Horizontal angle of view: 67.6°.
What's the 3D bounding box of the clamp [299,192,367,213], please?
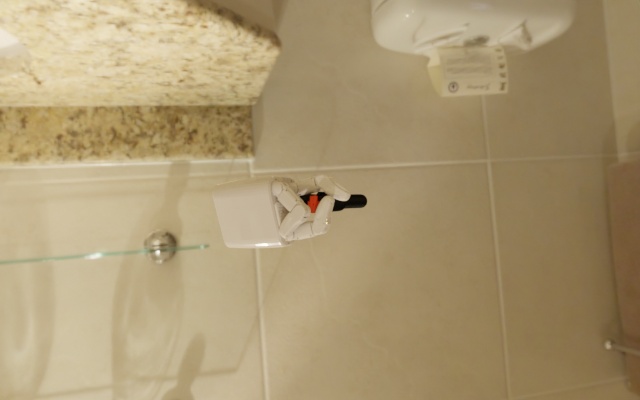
[{"bbox_3d":[0.000,0.003,0.813,0.120,0.039,0.171,-5,-3,23],"label":"clamp"}]
